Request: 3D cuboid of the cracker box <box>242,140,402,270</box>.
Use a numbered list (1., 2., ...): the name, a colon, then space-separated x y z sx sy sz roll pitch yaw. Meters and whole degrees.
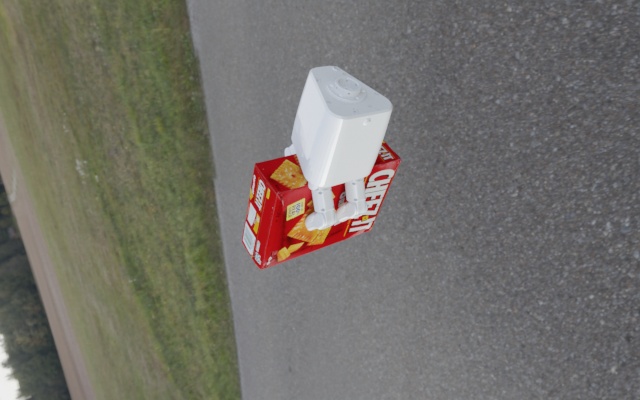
1. cracker box: 0.000 0.002 0.707 0.213 0.164 0.072 -16 53 -31
